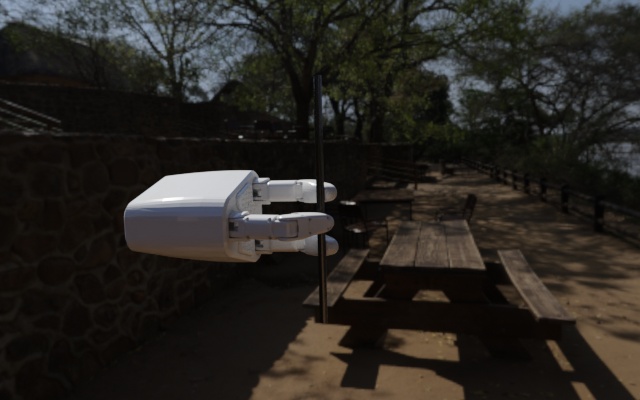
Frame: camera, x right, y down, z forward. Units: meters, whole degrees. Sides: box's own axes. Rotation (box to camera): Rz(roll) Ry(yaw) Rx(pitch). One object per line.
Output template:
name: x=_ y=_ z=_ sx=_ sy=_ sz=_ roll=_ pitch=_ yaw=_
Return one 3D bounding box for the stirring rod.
stirring rod: x=0.000 y=0.002 z=0.463 sx=0.011 sy=0.239 sz=0.011 roll=-2 pitch=6 yaw=0
